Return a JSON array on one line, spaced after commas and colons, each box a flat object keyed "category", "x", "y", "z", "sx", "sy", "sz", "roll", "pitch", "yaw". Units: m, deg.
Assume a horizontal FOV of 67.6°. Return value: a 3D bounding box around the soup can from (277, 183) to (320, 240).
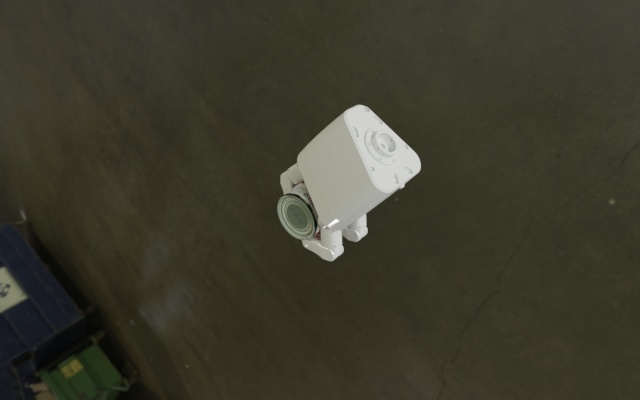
[{"category": "soup can", "x": 0.000, "y": 0.002, "z": 0.644, "sx": 0.068, "sy": 0.068, "sz": 0.102, "roll": 0, "pitch": 24, "yaw": 44}]
